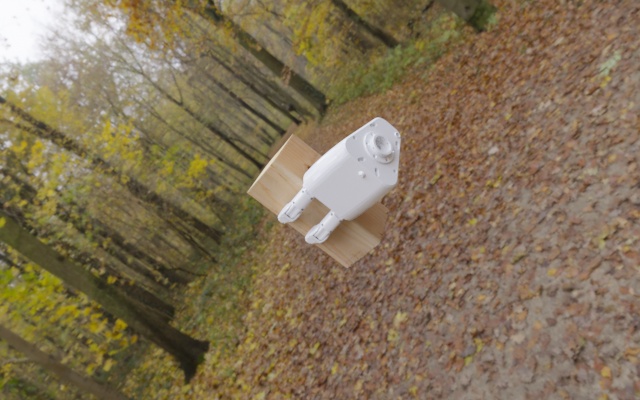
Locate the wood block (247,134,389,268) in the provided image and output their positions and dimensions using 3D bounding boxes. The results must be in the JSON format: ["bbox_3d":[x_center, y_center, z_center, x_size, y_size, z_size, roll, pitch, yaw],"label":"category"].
[{"bbox_3d":[0.000,0.002,0.777,0.090,0.206,0.090,-44,12,38],"label":"wood block"}]
